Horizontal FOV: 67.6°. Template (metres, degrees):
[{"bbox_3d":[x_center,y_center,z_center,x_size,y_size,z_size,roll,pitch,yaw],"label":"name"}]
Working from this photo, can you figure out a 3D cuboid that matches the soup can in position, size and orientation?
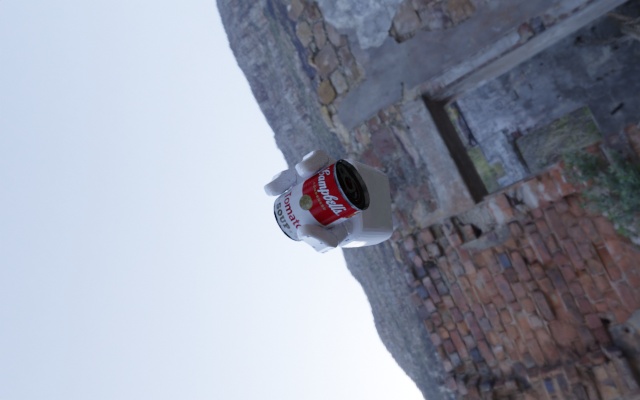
[{"bbox_3d":[0.000,0.002,0.591,0.102,0.068,0.068,-29,-15,29],"label":"soup can"}]
